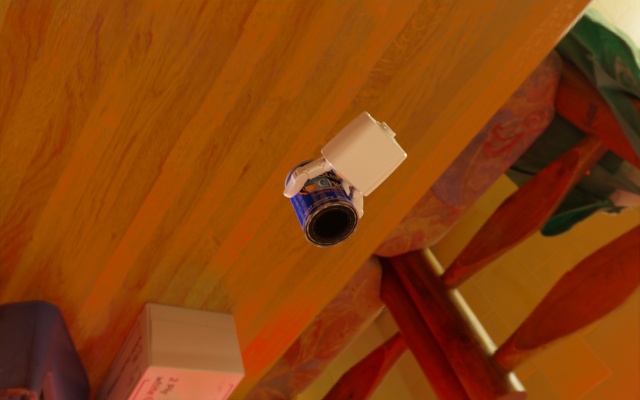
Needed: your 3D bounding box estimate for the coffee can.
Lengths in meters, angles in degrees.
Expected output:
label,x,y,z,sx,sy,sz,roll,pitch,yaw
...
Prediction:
label,x,y,z,sx,sy,sz,roll,pitch,yaw
coffee can,0.000,0.003,0.887,0.103,0.103,0.140,0,36,-22
